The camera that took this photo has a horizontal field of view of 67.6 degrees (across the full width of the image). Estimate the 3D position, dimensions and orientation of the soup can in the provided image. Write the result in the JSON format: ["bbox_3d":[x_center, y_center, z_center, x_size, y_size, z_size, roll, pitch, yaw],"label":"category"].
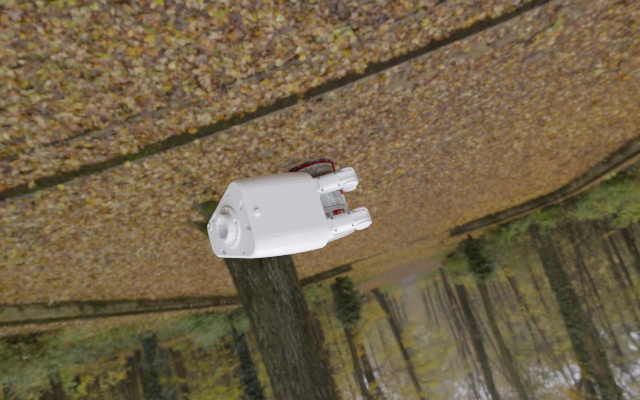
[{"bbox_3d":[0.000,0.002,0.650,0.068,0.102,0.068,-17,-13,-4],"label":"soup can"}]
